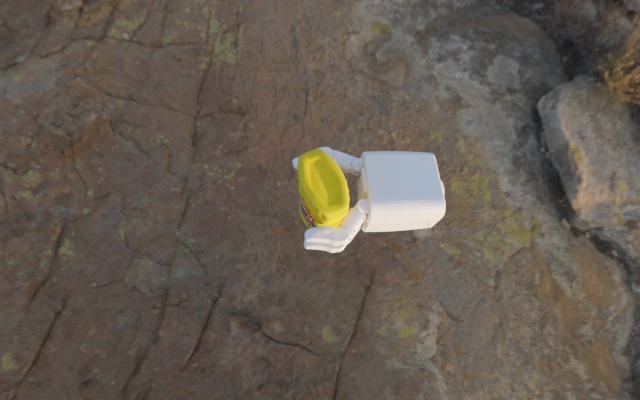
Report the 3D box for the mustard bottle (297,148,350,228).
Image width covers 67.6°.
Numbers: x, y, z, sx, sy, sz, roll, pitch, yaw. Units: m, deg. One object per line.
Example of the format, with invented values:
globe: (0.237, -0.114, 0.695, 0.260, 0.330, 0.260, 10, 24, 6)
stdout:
mustard bottle: (0.000, 0.002, 0.700, 0.058, 0.096, 0.192, -24, -14, -9)
